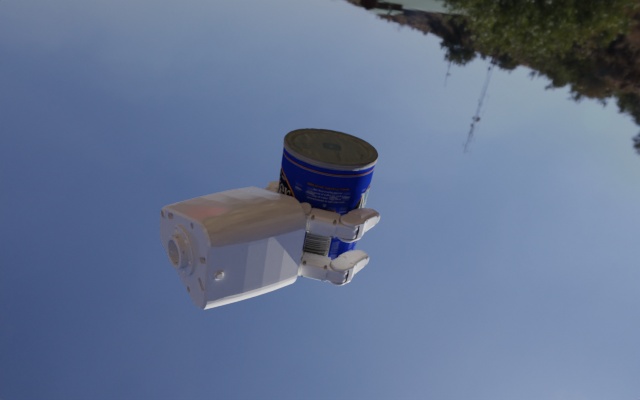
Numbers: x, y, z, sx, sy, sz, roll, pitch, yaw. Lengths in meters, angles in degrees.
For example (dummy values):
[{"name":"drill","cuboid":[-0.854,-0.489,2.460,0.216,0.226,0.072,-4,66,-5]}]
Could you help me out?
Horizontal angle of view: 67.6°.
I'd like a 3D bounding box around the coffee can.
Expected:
[{"name":"coffee can","cuboid":[0.000,0.002,0.541,0.103,0.140,0.102,9,27,-4]}]
